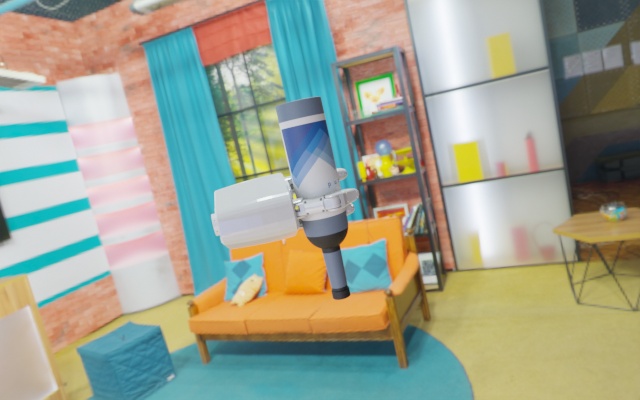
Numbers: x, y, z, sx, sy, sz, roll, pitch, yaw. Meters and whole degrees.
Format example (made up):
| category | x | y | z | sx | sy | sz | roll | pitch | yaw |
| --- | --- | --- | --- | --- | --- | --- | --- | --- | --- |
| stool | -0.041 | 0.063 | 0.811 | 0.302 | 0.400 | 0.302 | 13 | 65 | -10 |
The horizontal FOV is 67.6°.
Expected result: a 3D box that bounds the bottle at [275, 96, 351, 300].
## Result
| category | x | y | z | sx | sy | sz | roll | pitch | yaw |
| --- | --- | --- | --- | --- | --- | --- | --- | --- | --- |
| bottle | 0.000 | 0.002 | 0.696 | 0.069 | 0.296 | 0.069 | -12 | 8 | 2 |
